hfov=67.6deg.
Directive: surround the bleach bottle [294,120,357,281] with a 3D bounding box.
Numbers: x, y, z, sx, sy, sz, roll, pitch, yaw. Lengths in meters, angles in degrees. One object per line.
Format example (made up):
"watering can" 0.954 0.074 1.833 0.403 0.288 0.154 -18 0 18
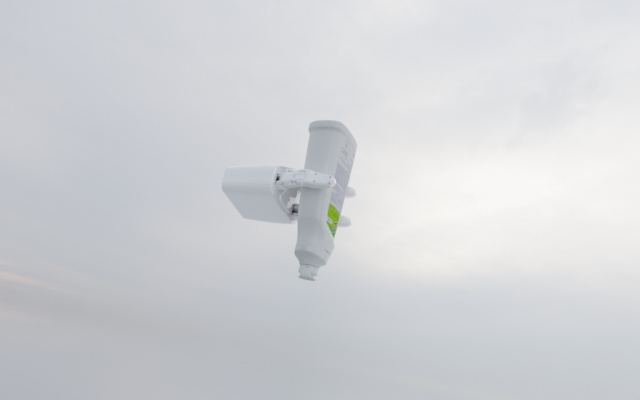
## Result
"bleach bottle" 0.000 0.003 0.776 0.068 0.250 0.103 3 -20 27
